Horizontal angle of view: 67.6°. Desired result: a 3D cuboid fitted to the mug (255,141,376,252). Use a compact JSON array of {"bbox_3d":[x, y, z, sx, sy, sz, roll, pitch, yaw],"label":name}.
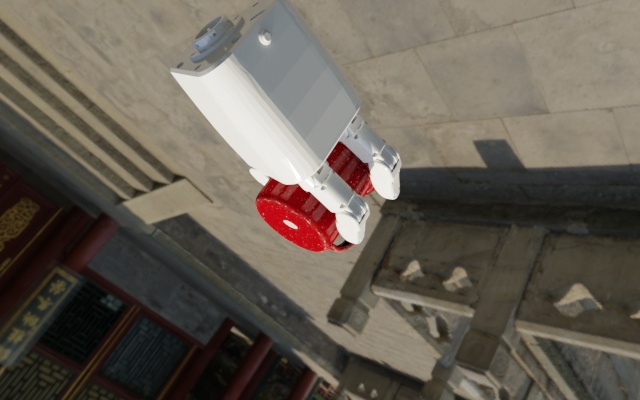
[{"bbox_3d":[0.001,0.003,0.452,0.093,0.081,0.117,5,-37,50],"label":"mug"}]
